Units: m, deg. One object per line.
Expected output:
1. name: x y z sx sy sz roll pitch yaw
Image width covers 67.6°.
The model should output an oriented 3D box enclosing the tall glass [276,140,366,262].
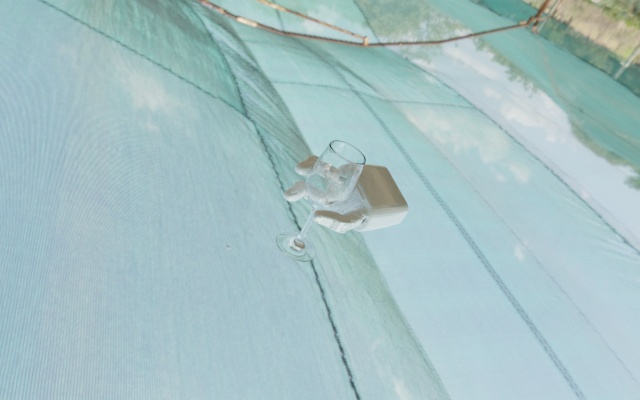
1. tall glass: 0.000 0.003 0.768 0.079 0.201 0.079 21 30 -13
